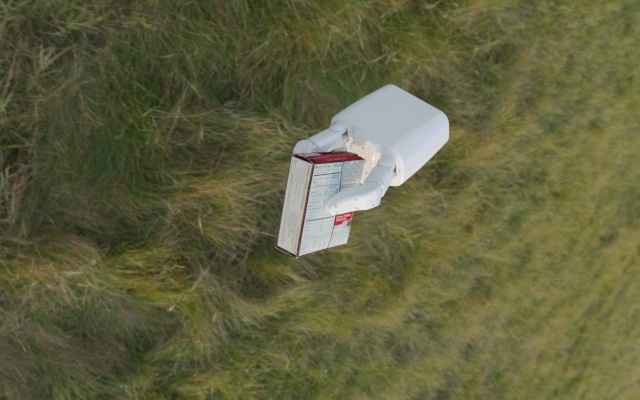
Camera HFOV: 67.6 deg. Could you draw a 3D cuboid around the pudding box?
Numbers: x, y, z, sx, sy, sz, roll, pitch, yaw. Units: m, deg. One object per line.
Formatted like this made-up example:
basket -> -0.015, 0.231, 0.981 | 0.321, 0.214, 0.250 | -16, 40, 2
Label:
pudding box -> 0.000, 0.002, 0.541 | 0.039, 0.113, 0.090 | 23, 21, 38
